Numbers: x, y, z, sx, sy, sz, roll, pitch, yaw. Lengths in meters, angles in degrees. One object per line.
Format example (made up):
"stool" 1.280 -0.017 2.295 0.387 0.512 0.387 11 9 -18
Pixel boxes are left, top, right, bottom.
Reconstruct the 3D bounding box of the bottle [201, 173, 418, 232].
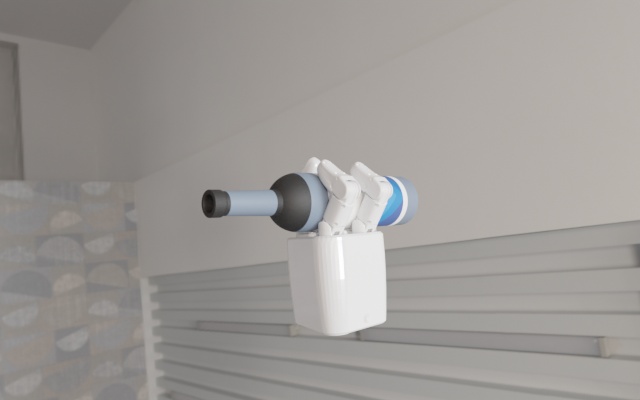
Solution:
"bottle" 0.000 0.002 0.556 0.296 0.069 0.069 -1 0 -43
